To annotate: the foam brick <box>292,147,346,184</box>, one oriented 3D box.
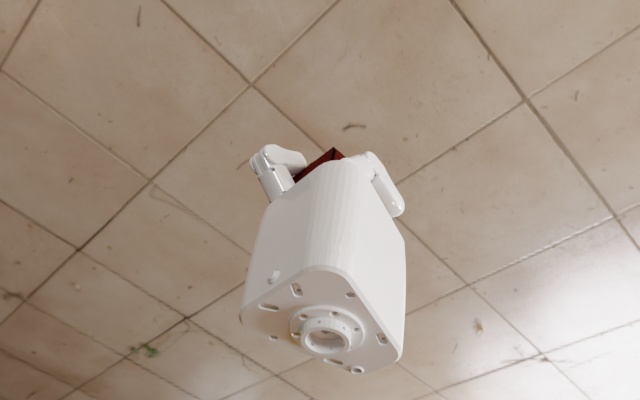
[{"bbox_3d":[0.000,0.002,0.428,0.053,0.051,0.078,40,-56,-22],"label":"foam brick"}]
